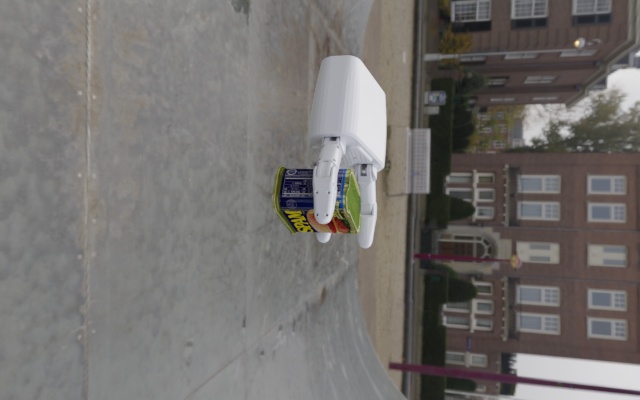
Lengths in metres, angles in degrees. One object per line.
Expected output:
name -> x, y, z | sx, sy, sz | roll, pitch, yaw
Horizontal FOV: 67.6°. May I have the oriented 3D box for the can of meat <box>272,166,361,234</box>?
can of meat -> 0.000, 0.002, 0.556 | 0.084, 0.057, 0.102 | 1, -24, 14
